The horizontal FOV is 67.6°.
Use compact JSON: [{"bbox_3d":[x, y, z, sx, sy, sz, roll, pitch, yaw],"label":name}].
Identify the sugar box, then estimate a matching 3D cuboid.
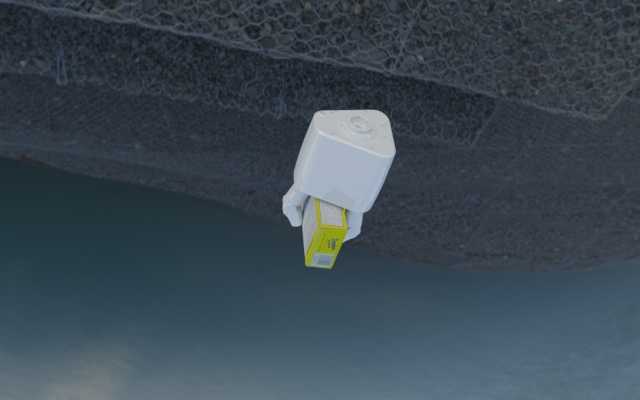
[{"bbox_3d":[0.001,0.002,0.710,0.048,0.176,0.093,8,-42,-12],"label":"sugar box"}]
